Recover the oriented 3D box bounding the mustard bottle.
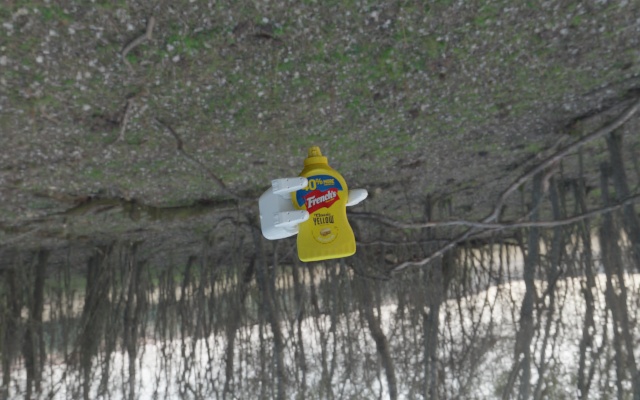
[{"bbox_3d":[0.000,0.003,0.808,0.096,0.191,0.058,-7,-9,-2],"label":"mustard bottle"}]
